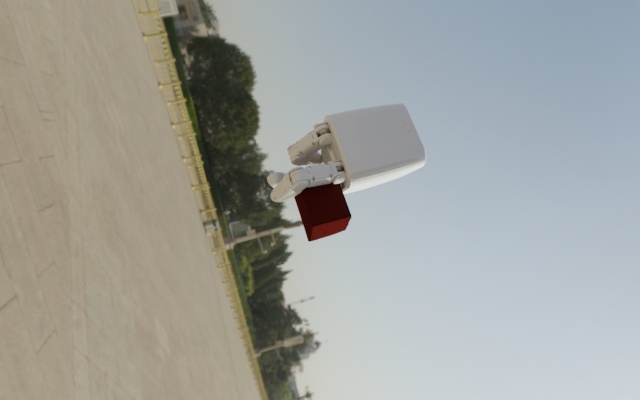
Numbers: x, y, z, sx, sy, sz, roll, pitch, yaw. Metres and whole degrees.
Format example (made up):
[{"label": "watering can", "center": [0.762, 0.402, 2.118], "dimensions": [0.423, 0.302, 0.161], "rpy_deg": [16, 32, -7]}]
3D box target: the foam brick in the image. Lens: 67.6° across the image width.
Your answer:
[{"label": "foam brick", "center": [0.000, 0.002, 0.594], "dimensions": [0.051, 0.078, 0.053], "rpy_deg": [-14, -21, -13]}]
